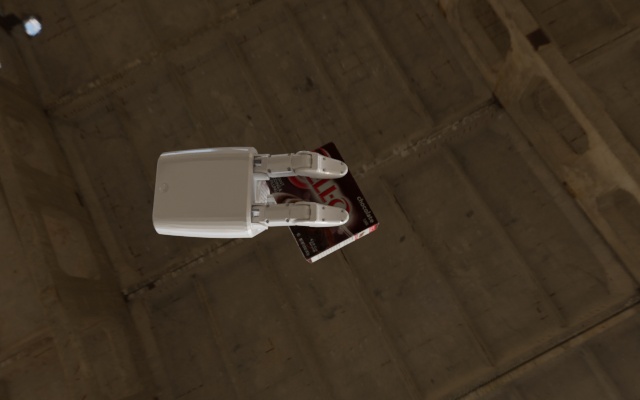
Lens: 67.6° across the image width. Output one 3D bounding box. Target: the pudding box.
[{"bbox_3d":[0.000,0.002,0.542,0.090,0.113,0.039,-27,-13,-4],"label":"pudding box"}]
